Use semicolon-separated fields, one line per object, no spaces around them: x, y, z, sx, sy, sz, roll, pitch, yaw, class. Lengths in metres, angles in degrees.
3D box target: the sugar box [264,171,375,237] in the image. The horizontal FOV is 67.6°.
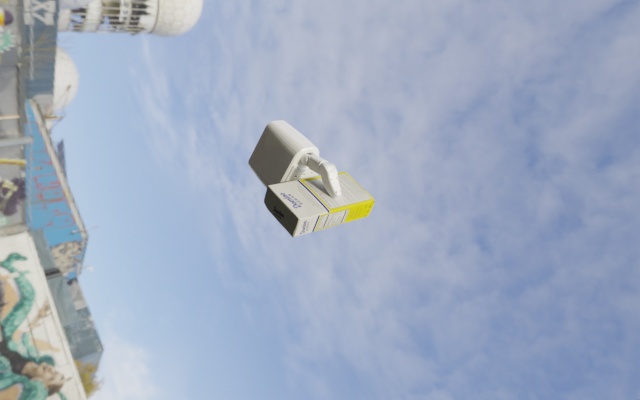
0.000;0.003;0.817;0.176;0.048;0.093;-14;47;-38;sugar box
